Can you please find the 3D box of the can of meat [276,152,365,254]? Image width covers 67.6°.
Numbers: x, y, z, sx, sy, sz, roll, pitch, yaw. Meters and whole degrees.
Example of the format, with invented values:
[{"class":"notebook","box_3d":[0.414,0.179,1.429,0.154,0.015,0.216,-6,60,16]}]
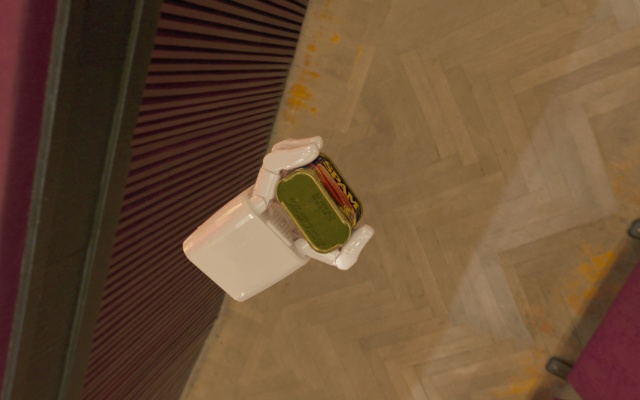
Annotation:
[{"class":"can of meat","box_3d":[0.000,0.002,0.545,0.057,0.102,0.084,-33,7,19]}]
